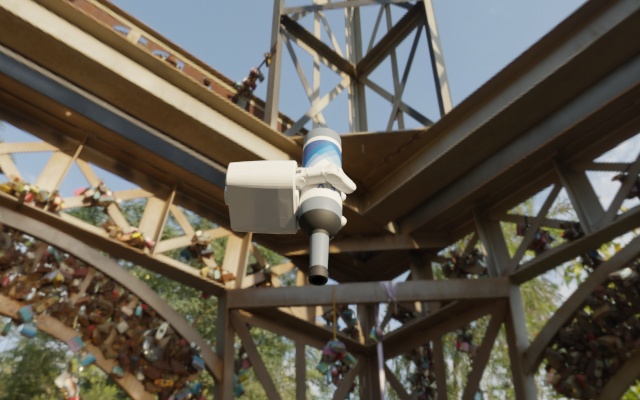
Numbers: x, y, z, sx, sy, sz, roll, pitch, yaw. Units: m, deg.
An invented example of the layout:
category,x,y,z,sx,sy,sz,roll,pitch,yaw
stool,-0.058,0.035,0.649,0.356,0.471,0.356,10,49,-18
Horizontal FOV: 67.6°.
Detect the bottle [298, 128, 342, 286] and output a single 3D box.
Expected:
category,x,y,z,sx,sy,sz,roll,pitch,yaw
bottle,0.000,0.002,0.751,0.069,0.295,0.069,1,-43,1
